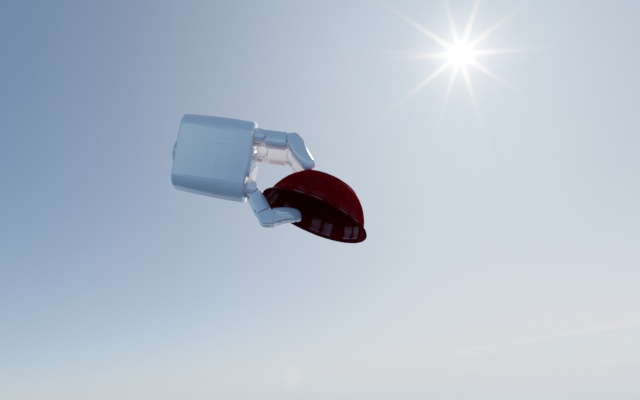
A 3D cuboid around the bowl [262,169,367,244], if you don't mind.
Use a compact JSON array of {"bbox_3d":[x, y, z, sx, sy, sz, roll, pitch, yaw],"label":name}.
[{"bbox_3d":[0.001,0.002,0.690,0.162,0.055,0.162,21,-20,8],"label":"bowl"}]
